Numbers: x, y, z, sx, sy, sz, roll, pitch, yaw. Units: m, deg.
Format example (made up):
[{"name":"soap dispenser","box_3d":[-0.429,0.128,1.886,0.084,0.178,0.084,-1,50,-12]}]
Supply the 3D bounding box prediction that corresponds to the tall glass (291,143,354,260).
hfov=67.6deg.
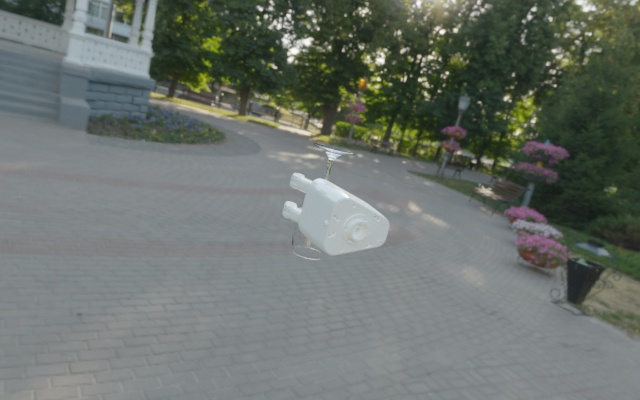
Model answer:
[{"name":"tall glass","box_3d":[0.000,0.002,0.861,0.079,0.201,0.079,14,11,-3]}]
